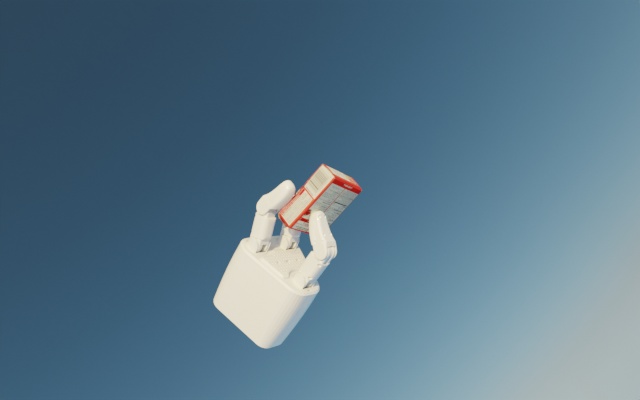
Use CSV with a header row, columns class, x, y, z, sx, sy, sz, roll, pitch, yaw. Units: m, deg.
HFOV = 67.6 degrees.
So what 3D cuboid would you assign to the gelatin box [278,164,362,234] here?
class,x,y,z,sx,sy,sz,roll,pitch,yaw
gelatin box,0.001,0.002,0.605,0.030,0.089,0.073,51,17,30
